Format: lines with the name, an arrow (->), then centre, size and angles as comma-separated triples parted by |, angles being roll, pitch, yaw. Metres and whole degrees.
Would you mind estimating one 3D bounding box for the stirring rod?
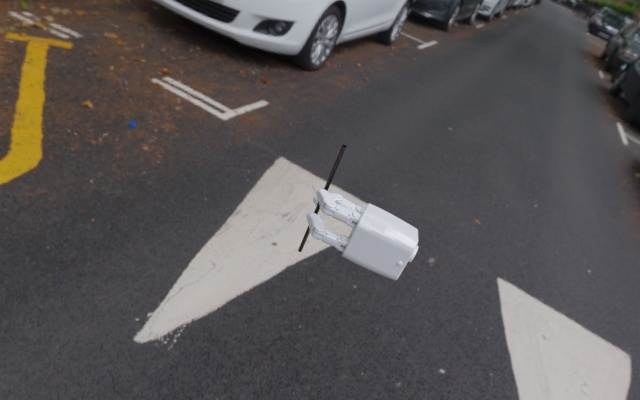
stirring rod -> 0.000, 0.003, 0.871 | 0.011, 0.240, 0.011 | 17, 31, -10
